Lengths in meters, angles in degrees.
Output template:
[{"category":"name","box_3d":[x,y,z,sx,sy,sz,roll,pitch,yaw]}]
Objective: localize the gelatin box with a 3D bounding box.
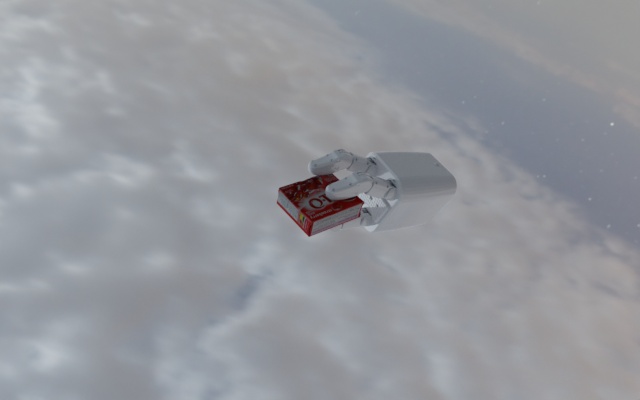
[{"category":"gelatin box","box_3d":[0.000,0.002,0.618,0.089,0.030,0.073,-20,49,-34]}]
